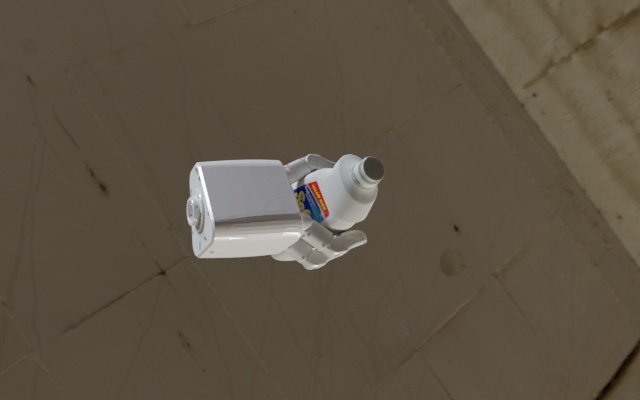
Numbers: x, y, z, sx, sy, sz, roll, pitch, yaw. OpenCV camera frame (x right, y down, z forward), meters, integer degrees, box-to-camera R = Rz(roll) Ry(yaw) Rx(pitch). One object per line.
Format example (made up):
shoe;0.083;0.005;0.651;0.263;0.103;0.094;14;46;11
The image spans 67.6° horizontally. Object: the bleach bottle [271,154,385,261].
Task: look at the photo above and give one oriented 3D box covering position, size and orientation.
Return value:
bleach bottle;0.000;0.002;0.621;0.068;0.102;0.251;-1;-20;-29
